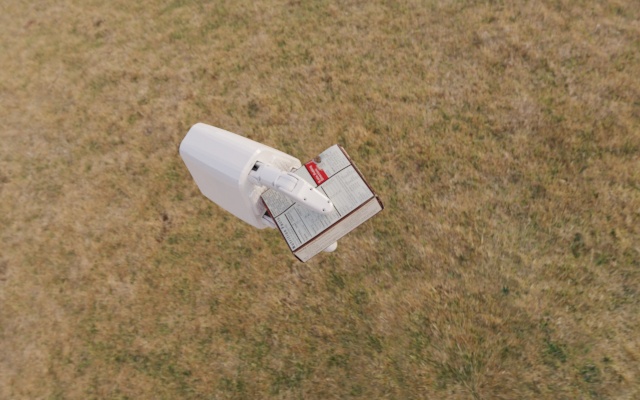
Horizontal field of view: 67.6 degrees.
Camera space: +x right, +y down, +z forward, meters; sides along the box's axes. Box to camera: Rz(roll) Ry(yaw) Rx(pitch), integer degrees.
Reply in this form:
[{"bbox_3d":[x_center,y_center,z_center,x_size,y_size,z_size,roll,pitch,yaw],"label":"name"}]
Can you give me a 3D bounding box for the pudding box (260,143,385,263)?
[{"bbox_3d":[0.000,0.002,0.536,0.113,0.090,0.039,-35,-31,4],"label":"pudding box"}]
